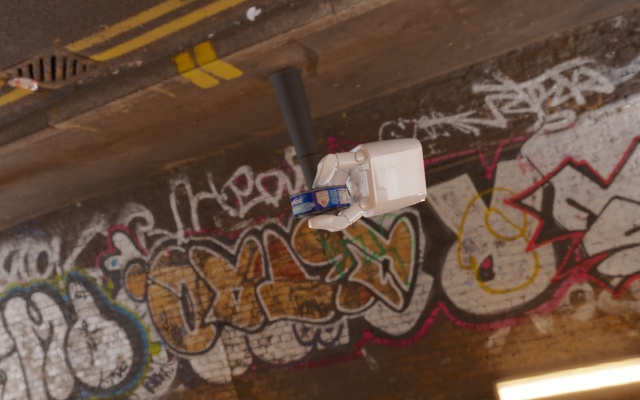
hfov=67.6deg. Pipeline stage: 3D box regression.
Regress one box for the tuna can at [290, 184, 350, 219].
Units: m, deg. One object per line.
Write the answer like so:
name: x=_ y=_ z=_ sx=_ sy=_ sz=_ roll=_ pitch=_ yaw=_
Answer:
tuna can: x=0.000 y=0.003 z=0.699 sx=0.086 sy=0.033 sz=0.086 roll=-11 pitch=-5 yaw=-1
